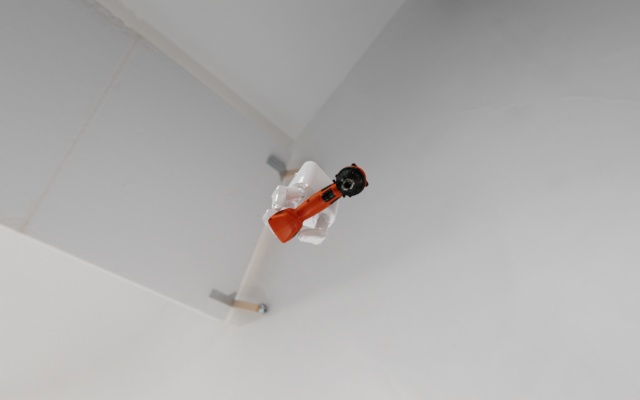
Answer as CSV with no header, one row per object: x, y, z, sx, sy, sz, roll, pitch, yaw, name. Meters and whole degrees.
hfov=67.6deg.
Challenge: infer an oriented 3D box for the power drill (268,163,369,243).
0.000,0.003,0.850,0.187,0.057,0.184,-32,-1,10,power drill
